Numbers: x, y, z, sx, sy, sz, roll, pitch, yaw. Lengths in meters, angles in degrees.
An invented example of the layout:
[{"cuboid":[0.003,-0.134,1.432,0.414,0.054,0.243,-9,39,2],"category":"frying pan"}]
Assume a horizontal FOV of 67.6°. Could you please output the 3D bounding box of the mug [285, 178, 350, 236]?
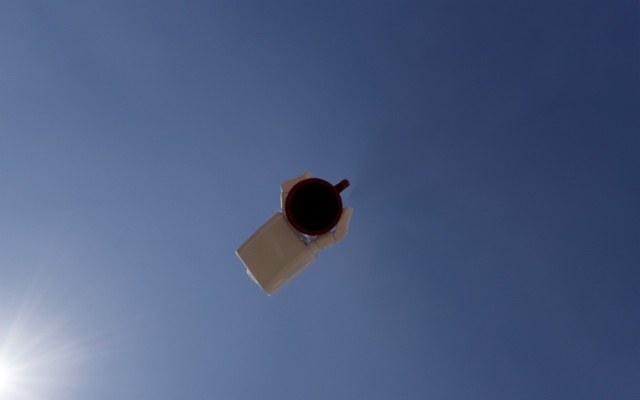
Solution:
[{"cuboid":[0.001,0.002,0.803,0.117,0.093,0.081,-40,-2,2],"category":"mug"}]
